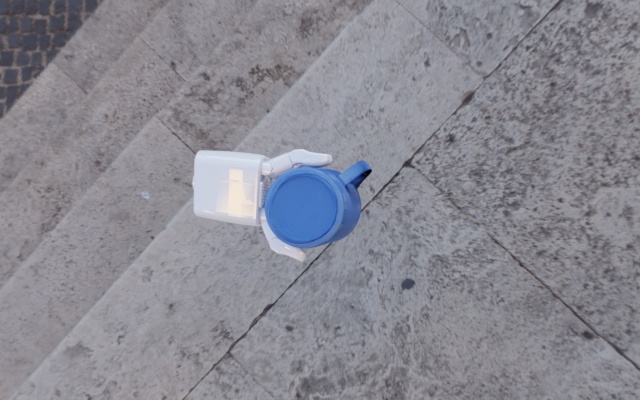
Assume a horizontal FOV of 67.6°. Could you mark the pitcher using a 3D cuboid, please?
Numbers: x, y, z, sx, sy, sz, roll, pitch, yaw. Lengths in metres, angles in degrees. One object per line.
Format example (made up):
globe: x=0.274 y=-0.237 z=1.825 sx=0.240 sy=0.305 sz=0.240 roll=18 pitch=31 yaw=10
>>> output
pitcher: x=0.000 y=0.002 z=0.739 sx=0.145 sy=0.149 sz=0.243 roll=6 pitch=1 yaw=7
